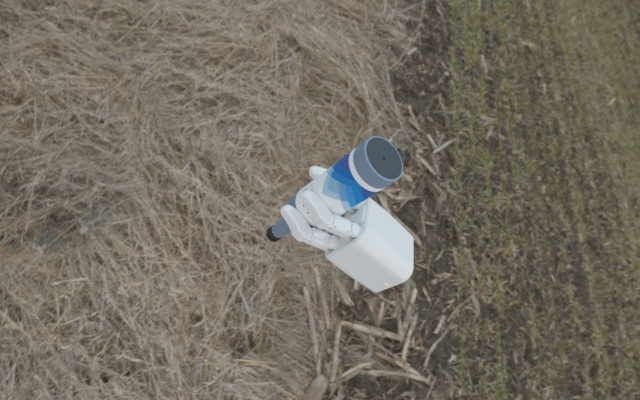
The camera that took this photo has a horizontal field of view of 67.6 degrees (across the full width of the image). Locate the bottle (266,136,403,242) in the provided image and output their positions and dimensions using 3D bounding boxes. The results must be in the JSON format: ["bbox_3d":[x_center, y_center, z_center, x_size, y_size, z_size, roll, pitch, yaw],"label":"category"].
[{"bbox_3d":[0.000,0.002,0.729,0.069,0.069,0.296,0,-23,-38],"label":"bottle"}]
